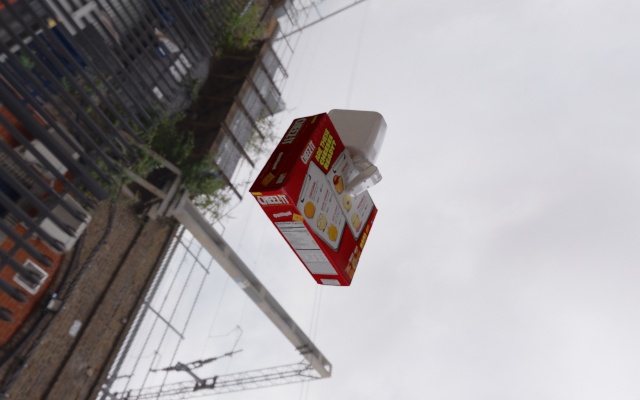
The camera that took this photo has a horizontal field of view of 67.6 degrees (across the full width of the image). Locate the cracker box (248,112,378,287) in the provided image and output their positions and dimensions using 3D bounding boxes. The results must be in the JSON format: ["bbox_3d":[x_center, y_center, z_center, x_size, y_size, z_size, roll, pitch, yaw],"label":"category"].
[{"bbox_3d":[0.000,0.002,0.729,0.072,0.164,0.214,-5,-47,34],"label":"cracker box"}]
